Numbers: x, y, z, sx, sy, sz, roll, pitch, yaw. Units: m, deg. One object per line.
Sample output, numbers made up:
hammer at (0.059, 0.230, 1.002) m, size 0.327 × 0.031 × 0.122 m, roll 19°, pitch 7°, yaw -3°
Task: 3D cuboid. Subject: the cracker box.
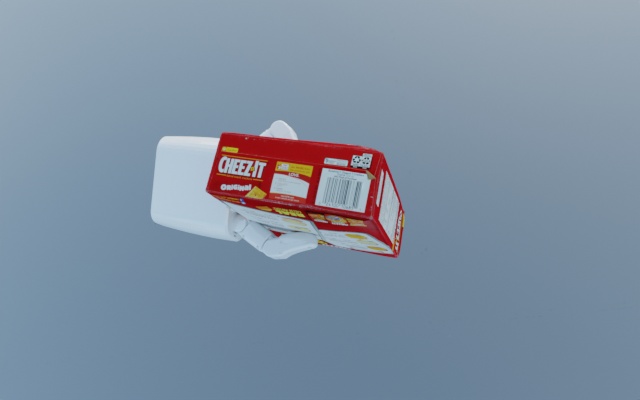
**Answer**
cracker box at (0.000, 0.002, 0.526) m, size 0.164 × 0.072 × 0.214 m, roll 8°, pitch -13°, yaw 17°
